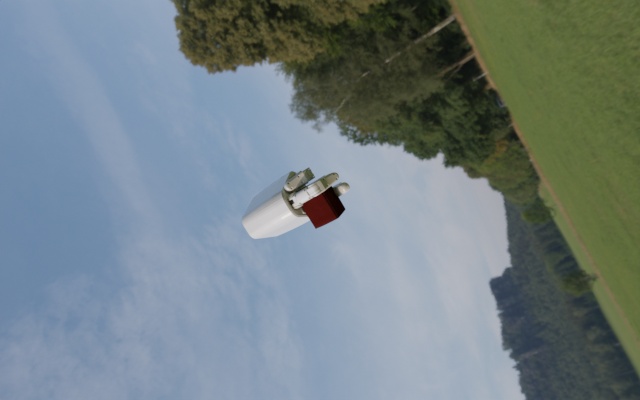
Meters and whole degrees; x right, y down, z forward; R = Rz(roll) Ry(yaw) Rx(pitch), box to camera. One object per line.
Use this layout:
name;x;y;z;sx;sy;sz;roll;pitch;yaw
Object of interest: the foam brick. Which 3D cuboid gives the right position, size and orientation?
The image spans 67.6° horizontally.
foam brick;0.000;0.003;0.871;0.051;0.078;0.053;-30;4;24
